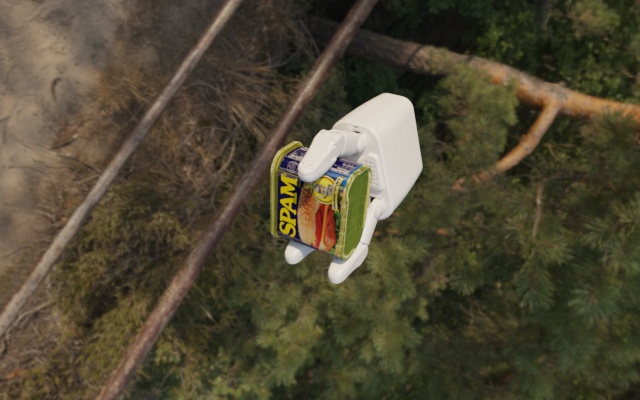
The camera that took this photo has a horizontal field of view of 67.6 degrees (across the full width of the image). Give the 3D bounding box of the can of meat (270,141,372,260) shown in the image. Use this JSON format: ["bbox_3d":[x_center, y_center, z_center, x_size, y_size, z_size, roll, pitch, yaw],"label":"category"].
[{"bbox_3d":[0.000,0.002,0.479,0.084,0.102,0.057,19,33,24],"label":"can of meat"}]
